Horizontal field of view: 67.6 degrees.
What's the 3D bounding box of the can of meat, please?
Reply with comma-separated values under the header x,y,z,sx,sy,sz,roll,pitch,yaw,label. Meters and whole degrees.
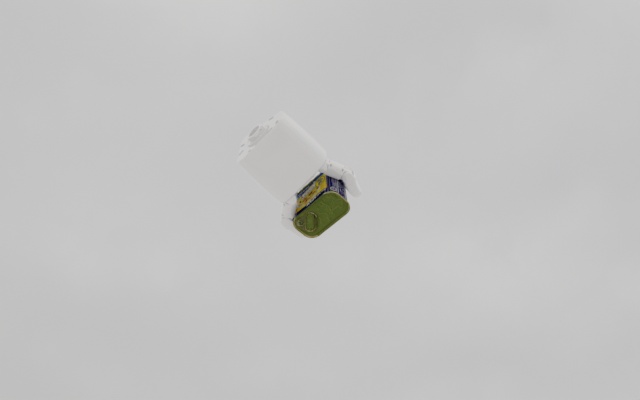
x,y,z,sx,sy,sz,roll,pitch,yaw,label
0.000,0.003,0.839,0.057,0.102,0.084,39,25,-25,can of meat
